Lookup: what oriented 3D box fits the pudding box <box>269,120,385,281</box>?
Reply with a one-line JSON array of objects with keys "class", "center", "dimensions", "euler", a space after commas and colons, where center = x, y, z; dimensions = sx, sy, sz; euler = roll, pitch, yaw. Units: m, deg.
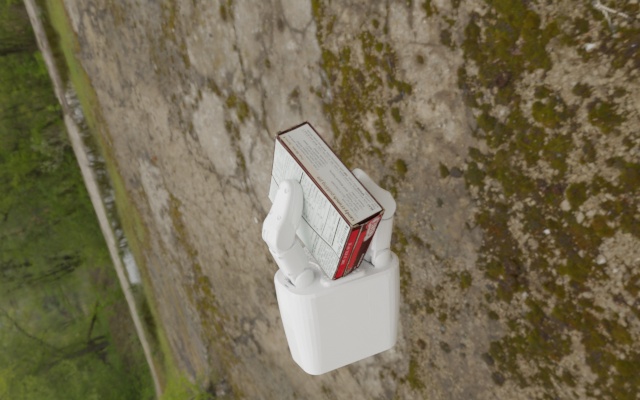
[{"class": "pudding box", "center": [0.000, 0.001, 0.417], "dimensions": [0.039, 0.113, 0.090], "euler": [-27, -27, -28]}]
